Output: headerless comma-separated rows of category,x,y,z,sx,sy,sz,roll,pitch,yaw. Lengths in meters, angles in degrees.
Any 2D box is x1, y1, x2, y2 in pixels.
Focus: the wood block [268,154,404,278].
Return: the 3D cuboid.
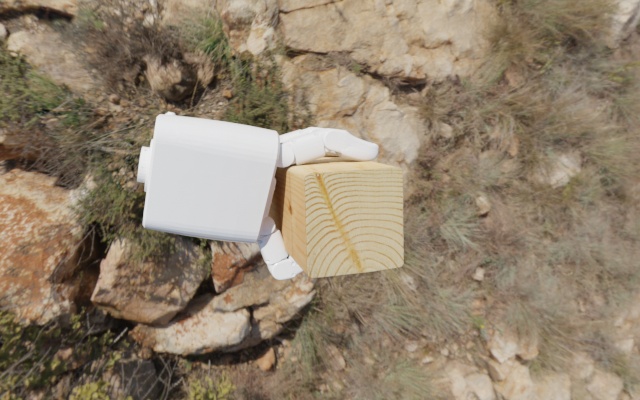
wood block,0.000,0.002,0.496,0.090,0.091,0.206,-5,11,-16
